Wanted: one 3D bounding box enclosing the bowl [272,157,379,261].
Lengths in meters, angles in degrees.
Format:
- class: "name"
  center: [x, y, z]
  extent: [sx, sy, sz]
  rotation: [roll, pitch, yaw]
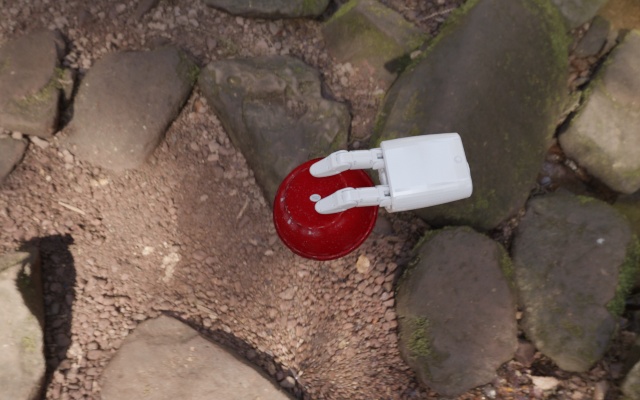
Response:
- class: "bowl"
  center: [-0.001, 0.003, 0.683]
  extent: [0.162, 0.162, 0.055]
  rotation: [0, -18, 14]
